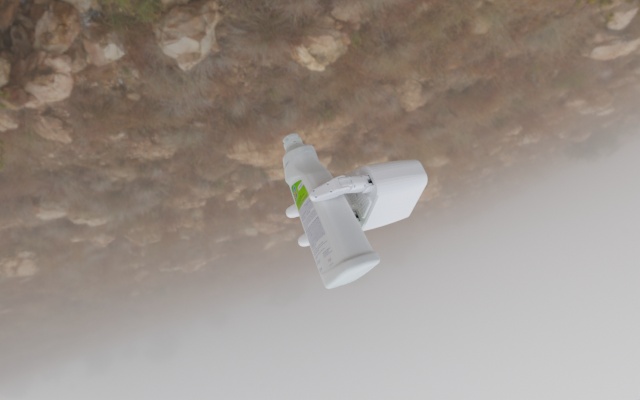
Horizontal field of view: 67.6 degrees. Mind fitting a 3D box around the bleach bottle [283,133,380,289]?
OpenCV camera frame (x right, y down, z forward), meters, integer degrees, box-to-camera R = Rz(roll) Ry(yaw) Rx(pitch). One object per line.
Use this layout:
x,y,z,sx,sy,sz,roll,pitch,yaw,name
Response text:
0.000,0.003,0.739,0.068,0.250,0.103,-11,-22,-30,bleach bottle
